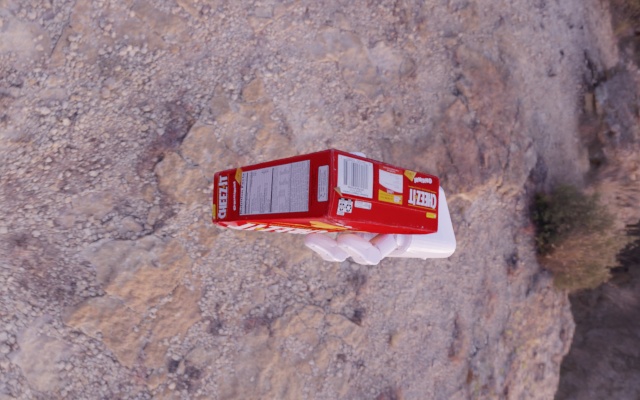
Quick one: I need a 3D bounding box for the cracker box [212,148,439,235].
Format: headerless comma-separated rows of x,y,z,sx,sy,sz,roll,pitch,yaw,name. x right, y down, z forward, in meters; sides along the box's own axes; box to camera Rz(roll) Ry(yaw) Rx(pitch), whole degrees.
0.000,0.002,0.546,0.164,0.072,0.214,9,-10,-41,cracker box
